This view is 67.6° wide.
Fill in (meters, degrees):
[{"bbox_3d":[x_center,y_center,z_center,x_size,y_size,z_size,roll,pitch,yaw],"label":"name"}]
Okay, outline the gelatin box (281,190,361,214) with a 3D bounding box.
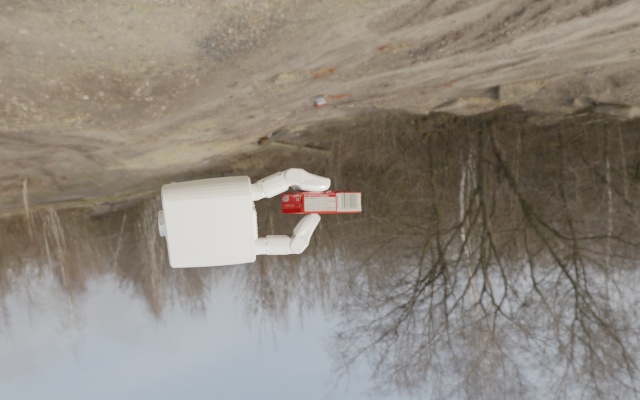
[{"bbox_3d":[0.000,0.003,0.649,0.089,0.030,0.073,-1,0,-25],"label":"gelatin box"}]
